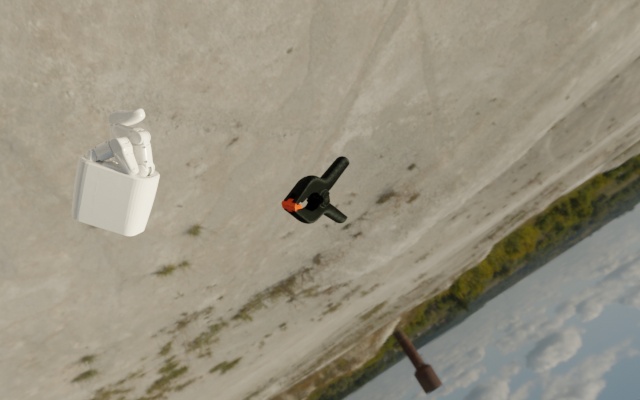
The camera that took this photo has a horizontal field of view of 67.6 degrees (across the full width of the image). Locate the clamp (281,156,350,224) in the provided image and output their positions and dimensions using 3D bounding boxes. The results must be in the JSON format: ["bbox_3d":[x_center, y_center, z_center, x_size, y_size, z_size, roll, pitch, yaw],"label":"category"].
[{"bbox_3d":[0.001,0.003,0.803,0.039,0.120,0.171,5,22,38],"label":"clamp"}]
